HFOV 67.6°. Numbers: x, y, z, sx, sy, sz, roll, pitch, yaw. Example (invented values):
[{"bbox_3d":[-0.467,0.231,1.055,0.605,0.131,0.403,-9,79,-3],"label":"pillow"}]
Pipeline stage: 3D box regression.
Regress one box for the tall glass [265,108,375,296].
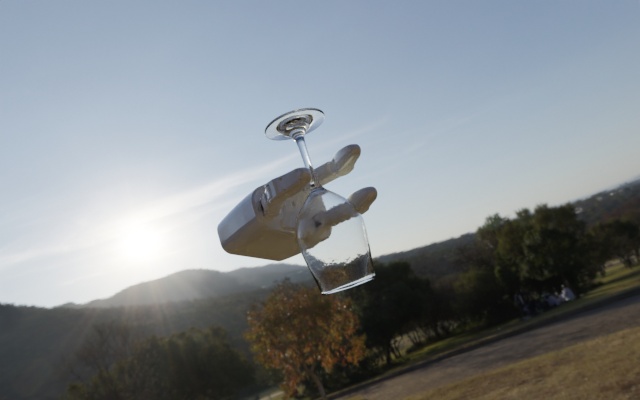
[{"bbox_3d":[0.000,0.001,0.539,0.079,0.201,0.079,-18,-14,-5],"label":"tall glass"}]
